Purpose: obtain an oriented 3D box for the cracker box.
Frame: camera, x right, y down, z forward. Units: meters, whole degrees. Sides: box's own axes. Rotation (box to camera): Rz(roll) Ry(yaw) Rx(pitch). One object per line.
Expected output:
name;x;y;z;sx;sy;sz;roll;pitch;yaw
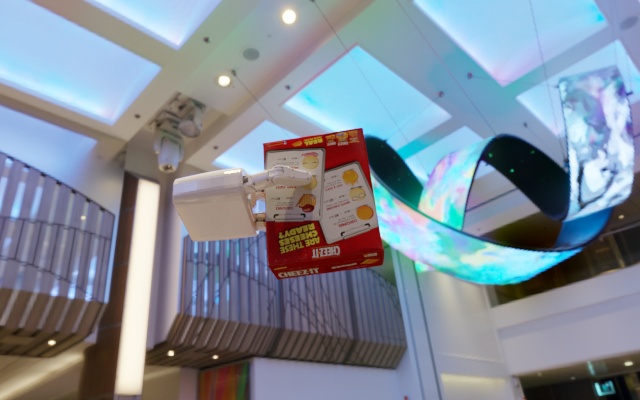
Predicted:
cracker box;0.000;0.002;0.731;0.164;0.213;0.072;-8;-29;4
